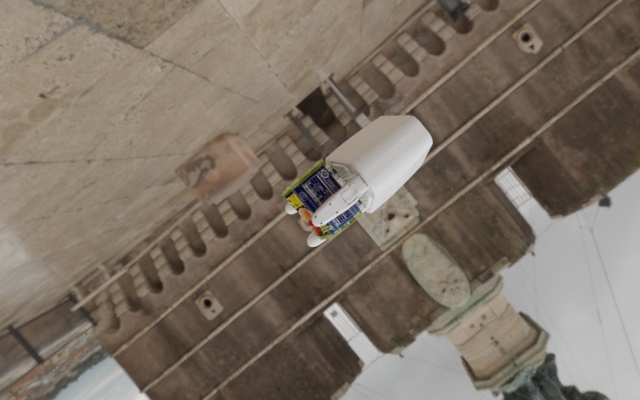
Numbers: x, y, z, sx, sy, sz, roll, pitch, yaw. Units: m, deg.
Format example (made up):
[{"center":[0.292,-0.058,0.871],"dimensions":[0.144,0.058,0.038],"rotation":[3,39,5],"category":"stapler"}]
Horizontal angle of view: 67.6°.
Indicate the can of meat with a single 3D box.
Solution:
[{"center":[0.000,0.002,0.614],"dimensions":[0.057,0.084,0.102],"rotation":[-41,3,-13],"category":"can of meat"}]
